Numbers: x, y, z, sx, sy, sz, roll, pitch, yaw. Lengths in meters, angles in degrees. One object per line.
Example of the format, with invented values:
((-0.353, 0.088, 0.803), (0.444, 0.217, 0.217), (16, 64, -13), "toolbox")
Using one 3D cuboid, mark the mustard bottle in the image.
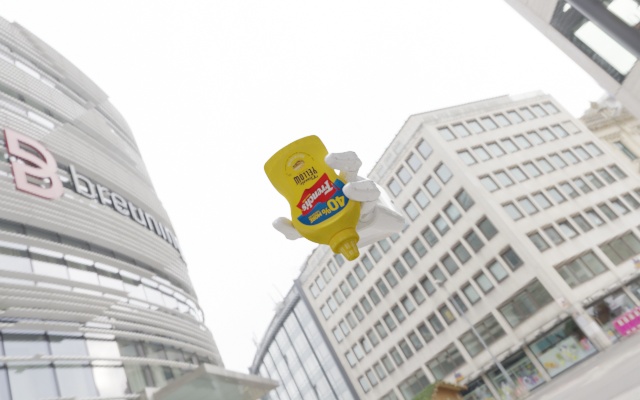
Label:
((0.000, 0.002, 0.660), (0.096, 0.191, 0.058), (-30, -28, -2), "mustard bottle")
